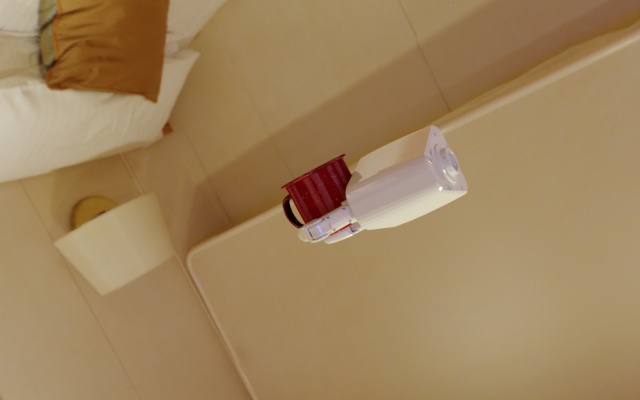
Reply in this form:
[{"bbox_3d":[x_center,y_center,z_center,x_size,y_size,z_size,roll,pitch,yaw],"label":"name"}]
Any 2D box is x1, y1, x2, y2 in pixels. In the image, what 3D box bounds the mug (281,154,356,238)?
[{"bbox_3d":[-0.001,0.003,0.616,0.117,0.081,0.093,-26,3,31],"label":"mug"}]
